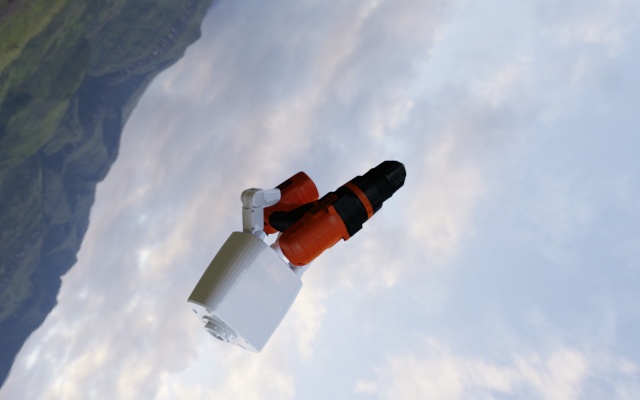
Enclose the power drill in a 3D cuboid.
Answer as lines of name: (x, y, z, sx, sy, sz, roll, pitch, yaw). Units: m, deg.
power drill: (0.000, 0.002, 0.623, 0.184, 0.057, 0.187, -35, 19, -20)
